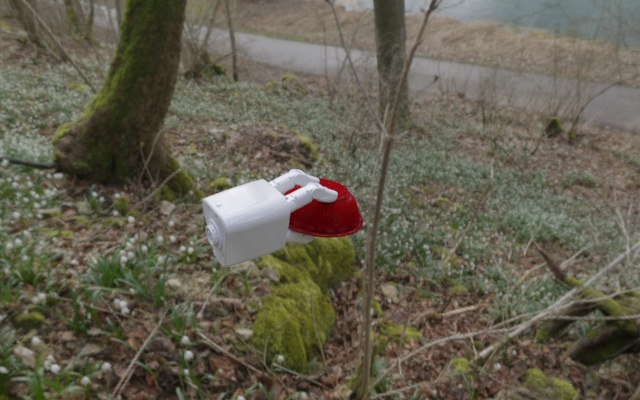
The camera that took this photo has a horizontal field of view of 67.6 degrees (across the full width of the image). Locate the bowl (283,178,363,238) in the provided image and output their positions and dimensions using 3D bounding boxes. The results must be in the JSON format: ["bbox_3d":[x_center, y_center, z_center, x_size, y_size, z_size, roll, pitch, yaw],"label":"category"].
[{"bbox_3d":[0.001,0.002,0.841,0.162,0.055,0.162,8,24,-3],"label":"bowl"}]
